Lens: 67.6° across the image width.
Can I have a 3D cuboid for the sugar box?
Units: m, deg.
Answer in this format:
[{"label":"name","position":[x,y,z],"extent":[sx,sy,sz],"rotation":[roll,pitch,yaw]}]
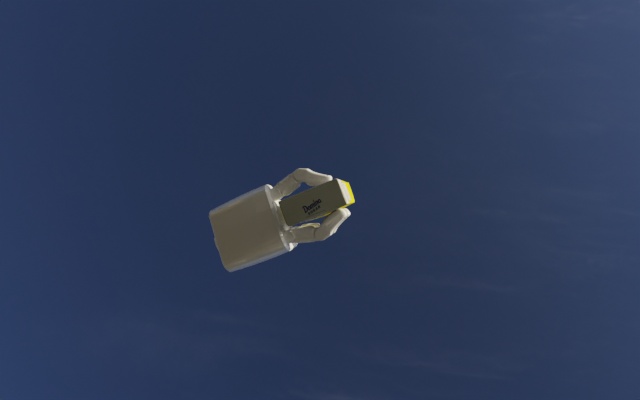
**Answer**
[{"label":"sugar box","position":[0.000,0.003,0.746],"extent":[0.093,0.048,0.176],"rotation":[-22,0,8]}]
